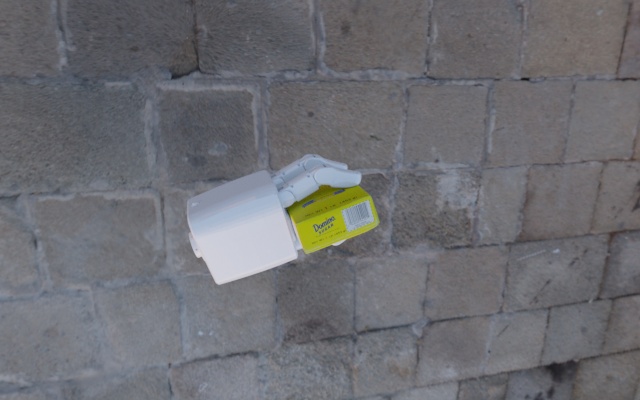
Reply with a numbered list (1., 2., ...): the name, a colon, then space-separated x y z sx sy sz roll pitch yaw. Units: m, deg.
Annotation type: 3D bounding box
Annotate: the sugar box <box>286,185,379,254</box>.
1. sugar box: 0.000 0.002 0.609 0.093 0.048 0.176 -20 22 -8
